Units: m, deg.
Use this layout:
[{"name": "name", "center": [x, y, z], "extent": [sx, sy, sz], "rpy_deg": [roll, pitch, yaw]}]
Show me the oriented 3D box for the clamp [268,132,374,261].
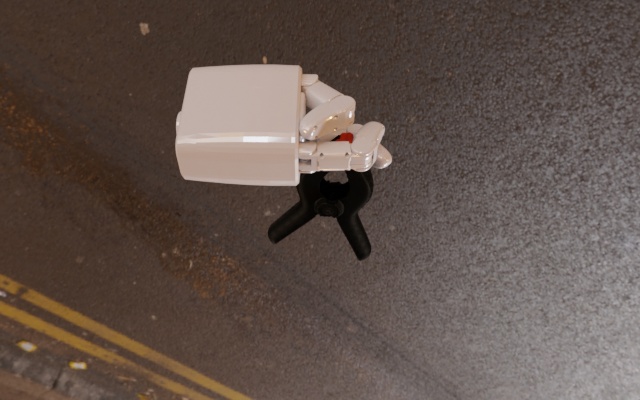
[{"name": "clamp", "center": [0.000, 0.002, 0.506], "extent": [0.120, 0.172, 0.039], "rpy_deg": [1, 43, 0]}]
